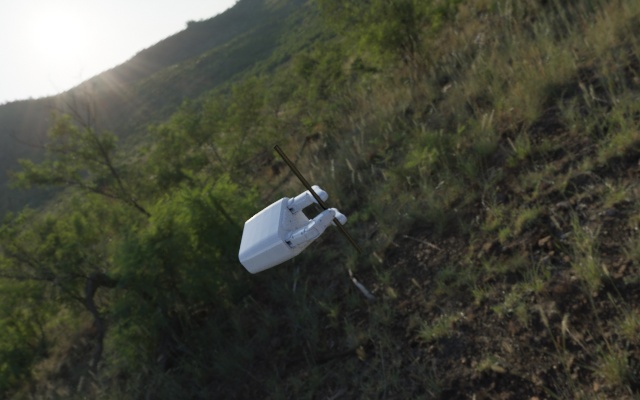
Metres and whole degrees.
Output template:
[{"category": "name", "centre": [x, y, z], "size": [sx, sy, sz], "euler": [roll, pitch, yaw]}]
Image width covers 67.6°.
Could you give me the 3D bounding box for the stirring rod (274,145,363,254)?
[{"category": "stirring rod", "centre": [0.000, 0.003, 0.800], "size": [0.011, 0.239, 0.011], "euler": [-34, 19, 13]}]
